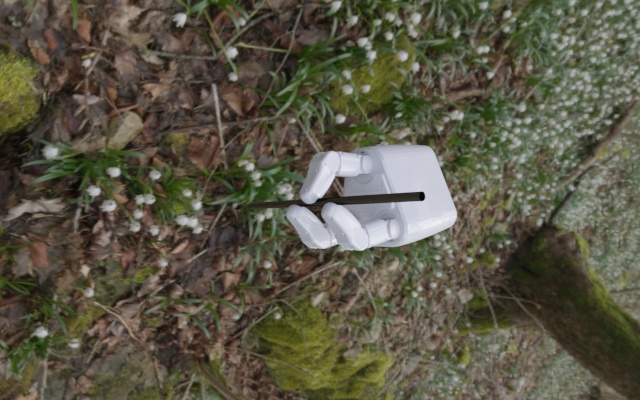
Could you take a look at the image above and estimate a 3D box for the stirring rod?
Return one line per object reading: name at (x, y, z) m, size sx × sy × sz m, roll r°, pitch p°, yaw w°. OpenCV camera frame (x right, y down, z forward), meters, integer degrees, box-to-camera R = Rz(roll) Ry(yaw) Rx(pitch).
stirring rod at (0.000, 0.001, 0.467) m, size 0.011 × 0.011 × 0.239 m, roll 0°, pitch -2°, yaw -42°
